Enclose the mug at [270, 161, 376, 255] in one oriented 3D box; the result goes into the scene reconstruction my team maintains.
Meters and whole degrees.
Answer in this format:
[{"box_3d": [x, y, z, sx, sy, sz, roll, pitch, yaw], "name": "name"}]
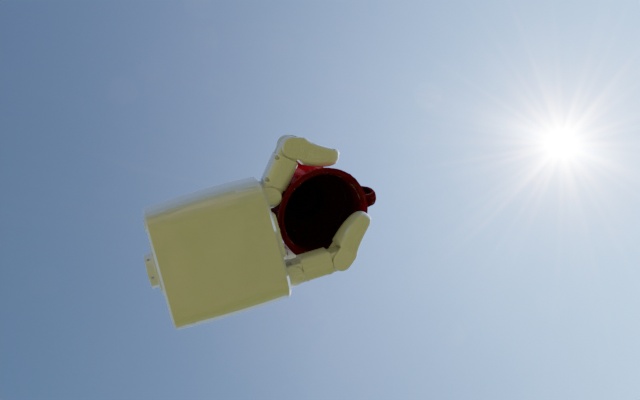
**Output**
[{"box_3d": [0.001, 0.001, 0.496, 0.117, 0.093, 0.081, -14, 20, -18], "name": "mug"}]
